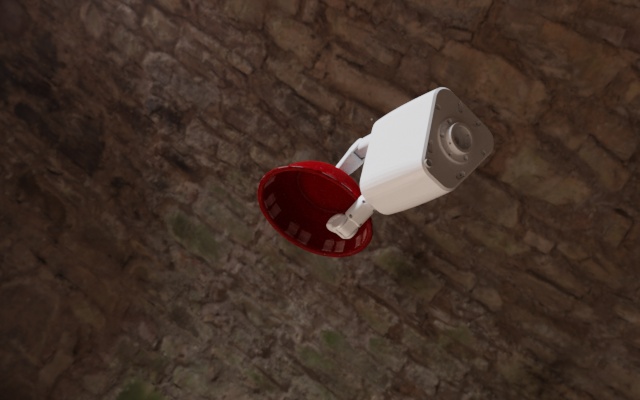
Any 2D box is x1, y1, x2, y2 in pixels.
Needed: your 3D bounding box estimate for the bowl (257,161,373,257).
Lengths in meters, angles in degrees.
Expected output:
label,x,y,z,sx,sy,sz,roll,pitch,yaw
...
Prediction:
label,x,y,z,sx,sy,sz,roll,pitch,yaw
bowl,-0.001,0.002,0.633,0.162,0.162,0.055,0,42,30
